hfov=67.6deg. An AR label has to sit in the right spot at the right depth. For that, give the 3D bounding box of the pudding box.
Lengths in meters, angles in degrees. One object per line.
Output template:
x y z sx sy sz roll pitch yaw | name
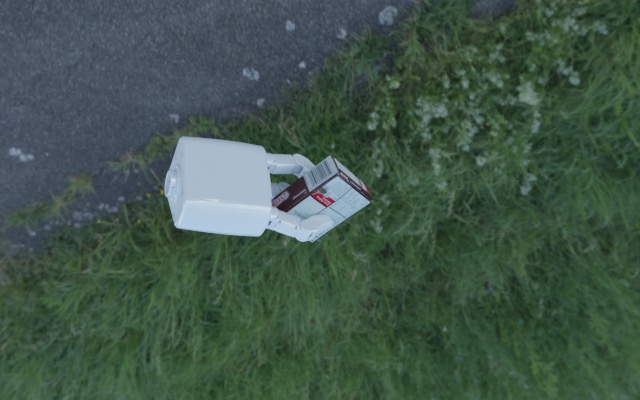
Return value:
0.000 0.002 0.645 0.113 0.039 0.090 -35 -40 18 | pudding box
